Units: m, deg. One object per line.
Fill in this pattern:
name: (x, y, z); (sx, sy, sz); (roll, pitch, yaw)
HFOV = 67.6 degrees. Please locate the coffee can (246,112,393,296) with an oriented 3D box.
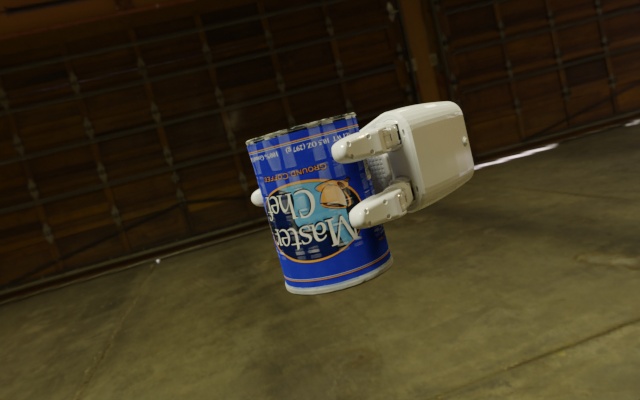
coffee can: (0.000, 0.002, 0.437); (0.103, 0.140, 0.103); (-15, 7, 2)
